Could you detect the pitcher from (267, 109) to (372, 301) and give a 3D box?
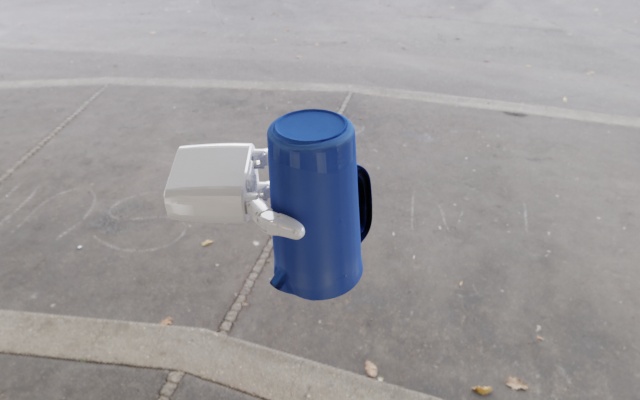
[{"bbox_3d":[0.000,0.002,0.652,0.145,0.243,0.149,1,35,5],"label":"pitcher"}]
